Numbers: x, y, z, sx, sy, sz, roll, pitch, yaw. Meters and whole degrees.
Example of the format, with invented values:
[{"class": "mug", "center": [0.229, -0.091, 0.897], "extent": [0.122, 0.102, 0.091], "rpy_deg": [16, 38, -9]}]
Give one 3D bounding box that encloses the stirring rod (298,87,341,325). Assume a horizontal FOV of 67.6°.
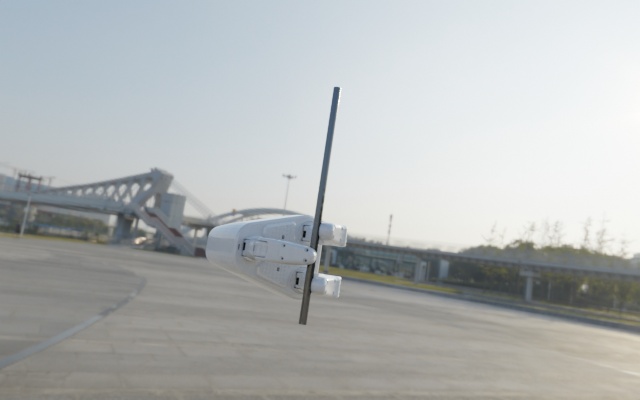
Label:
[{"class": "stirring rod", "center": [0.000, 0.002, 0.477], "extent": [0.011, 0.239, 0.011], "rpy_deg": [8, -8, 1]}]
